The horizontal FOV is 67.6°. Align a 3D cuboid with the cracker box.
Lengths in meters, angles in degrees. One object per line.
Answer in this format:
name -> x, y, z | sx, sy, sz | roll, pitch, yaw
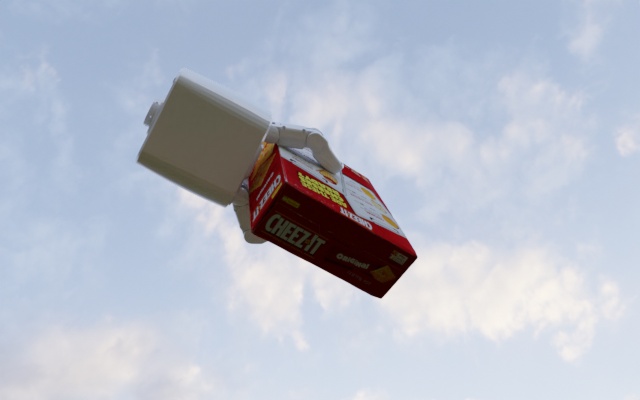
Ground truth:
cracker box -> 0.000, 0.002, 0.558 | 0.164, 0.072, 0.213 | 29, 17, -20
